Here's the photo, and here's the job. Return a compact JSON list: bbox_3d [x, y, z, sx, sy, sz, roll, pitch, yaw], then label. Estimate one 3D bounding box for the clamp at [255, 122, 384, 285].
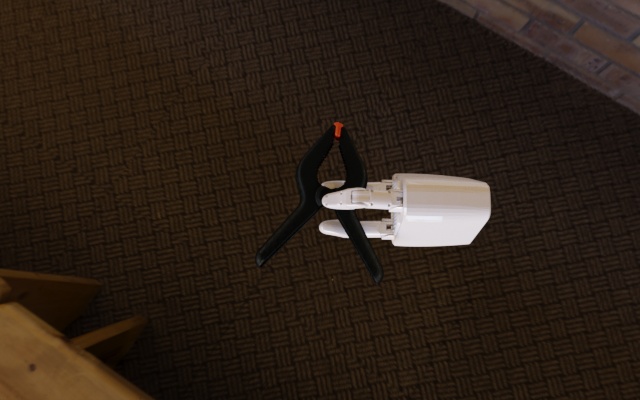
[{"bbox_3d":[0.000,0.001,0.622,0.164,0.210,0.036,1,-9,-1],"label":"clamp"}]
